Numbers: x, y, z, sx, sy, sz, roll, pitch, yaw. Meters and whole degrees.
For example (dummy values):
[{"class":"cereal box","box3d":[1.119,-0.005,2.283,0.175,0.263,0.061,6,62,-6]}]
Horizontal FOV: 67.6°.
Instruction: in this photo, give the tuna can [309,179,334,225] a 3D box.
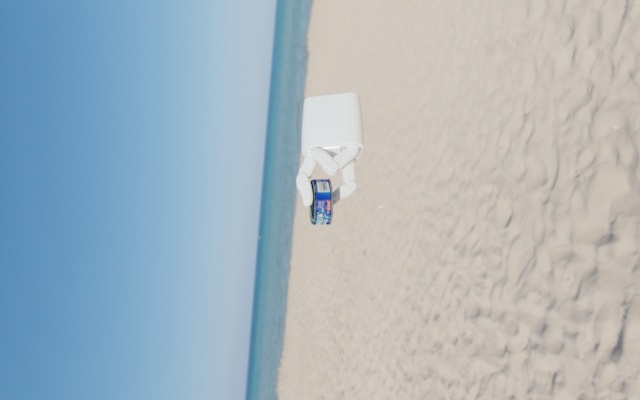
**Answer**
[{"class":"tuna can","box3d":[0.000,0.003,0.879,0.034,0.086,0.086,-1,0,-9]}]
